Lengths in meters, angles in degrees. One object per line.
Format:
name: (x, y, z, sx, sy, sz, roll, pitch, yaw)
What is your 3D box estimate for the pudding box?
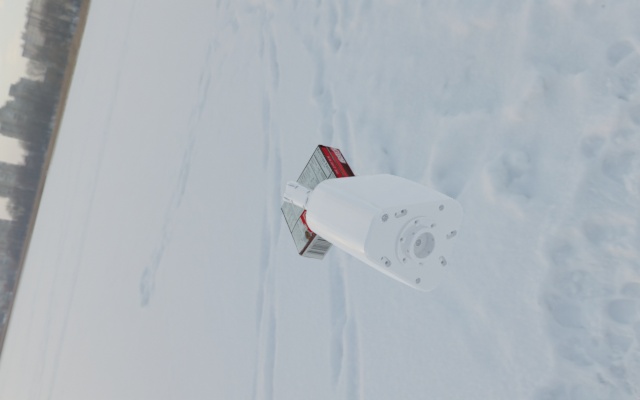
pudding box: (0.000, 0.002, 0.588, 0.039, 0.113, 0.090, 13, 35, -34)
